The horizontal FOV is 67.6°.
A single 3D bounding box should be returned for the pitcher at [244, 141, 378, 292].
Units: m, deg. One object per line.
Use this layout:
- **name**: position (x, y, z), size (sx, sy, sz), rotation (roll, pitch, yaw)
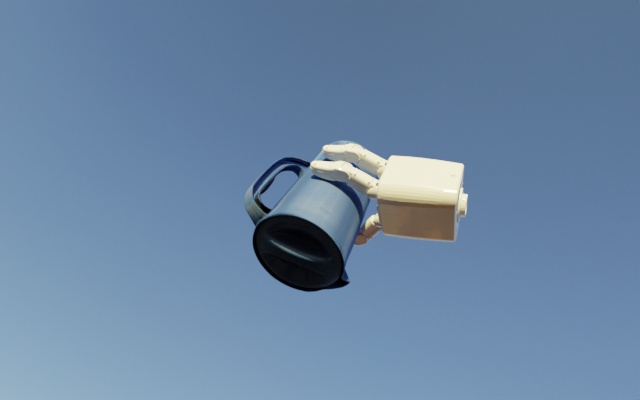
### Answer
- **pitcher**: position (0.000, 0.002, 0.718), size (0.145, 0.149, 0.242), rotation (5, 36, 21)
